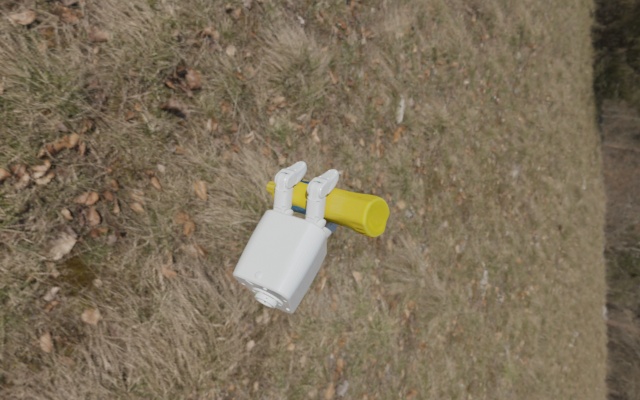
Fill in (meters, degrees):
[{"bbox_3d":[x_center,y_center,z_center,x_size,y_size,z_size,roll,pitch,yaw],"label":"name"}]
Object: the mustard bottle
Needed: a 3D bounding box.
[{"bbox_3d":[0.000,0.002,0.713,0.191,0.058,0.096,16,-1,27],"label":"mustard bottle"}]
